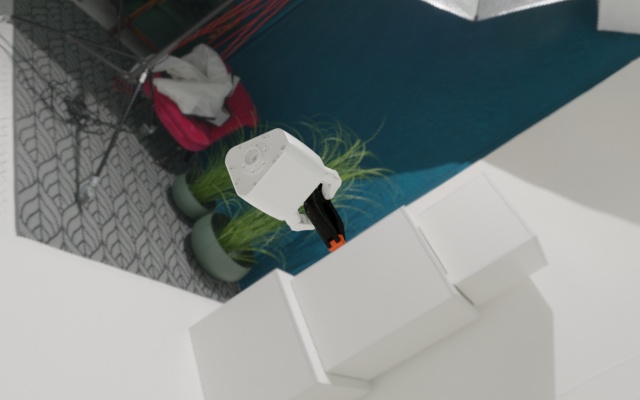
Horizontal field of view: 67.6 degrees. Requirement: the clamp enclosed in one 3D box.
[{"bbox_3d":[0.001,0.003,0.850,0.036,0.210,0.164,-37,-32,17],"label":"clamp"}]
